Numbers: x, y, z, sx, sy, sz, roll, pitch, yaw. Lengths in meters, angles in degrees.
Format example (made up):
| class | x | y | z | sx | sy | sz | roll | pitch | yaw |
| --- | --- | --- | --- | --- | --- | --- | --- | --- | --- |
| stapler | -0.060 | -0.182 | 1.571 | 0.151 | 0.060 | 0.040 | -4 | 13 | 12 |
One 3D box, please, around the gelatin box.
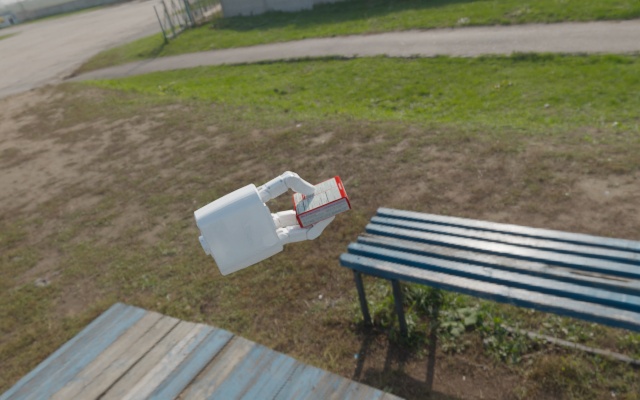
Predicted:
| class | x | y | z | sx | sy | sz | roll | pitch | yaw |
| --- | --- | --- | --- | --- | --- | --- | --- | --- | --- |
| gelatin box | 0.000 | 0.002 | 0.790 | 0.089 | 0.030 | 0.073 | -22 | 30 | 4 |
